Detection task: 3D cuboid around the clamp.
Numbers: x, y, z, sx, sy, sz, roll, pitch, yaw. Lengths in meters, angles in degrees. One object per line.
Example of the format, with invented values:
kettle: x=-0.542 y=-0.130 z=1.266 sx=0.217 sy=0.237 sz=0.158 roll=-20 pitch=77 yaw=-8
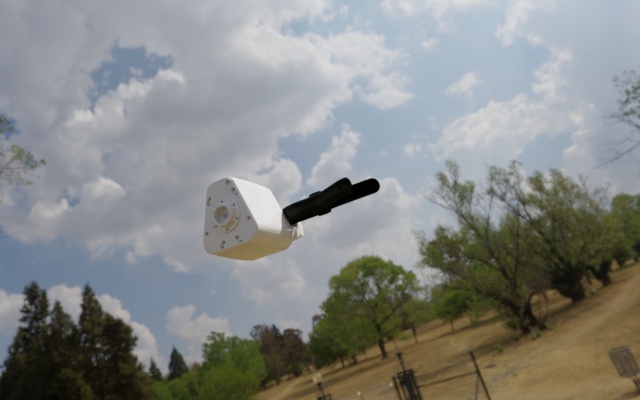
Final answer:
clamp: x=0.000 y=0.002 z=0.731 sx=0.171 sy=0.039 sz=0.120 roll=-25 pitch=-15 yaw=18
